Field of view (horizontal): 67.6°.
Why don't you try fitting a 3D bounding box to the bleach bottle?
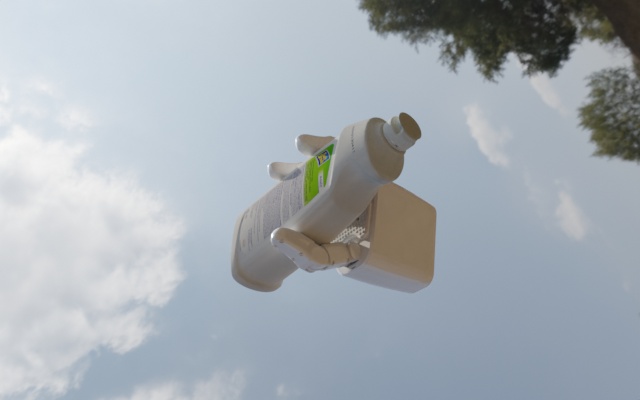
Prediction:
[{"bbox_3d":[0.000,0.002,0.484,0.068,0.102,0.251,23,-42,-32],"label":"bleach bottle"}]
